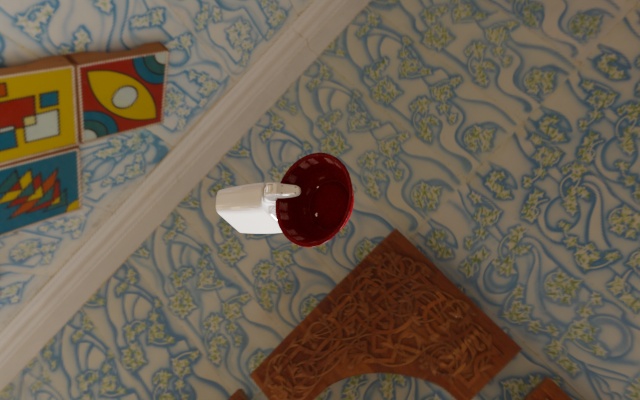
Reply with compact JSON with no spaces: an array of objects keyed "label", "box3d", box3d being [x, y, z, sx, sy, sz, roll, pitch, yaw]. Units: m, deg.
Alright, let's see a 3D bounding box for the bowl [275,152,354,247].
[{"label":"bowl","box3d":[0.001,0.003,0.817,0.162,0.162,0.055,0,-11,37]}]
